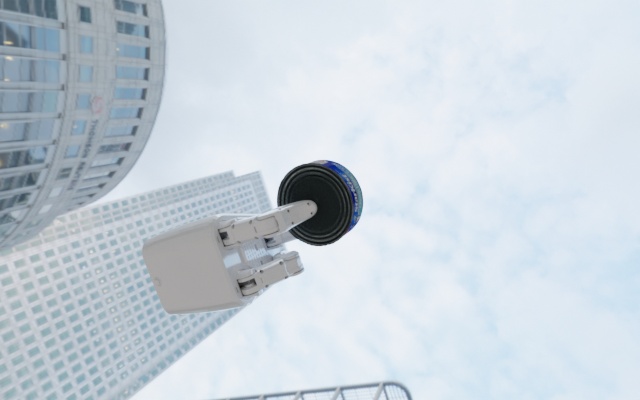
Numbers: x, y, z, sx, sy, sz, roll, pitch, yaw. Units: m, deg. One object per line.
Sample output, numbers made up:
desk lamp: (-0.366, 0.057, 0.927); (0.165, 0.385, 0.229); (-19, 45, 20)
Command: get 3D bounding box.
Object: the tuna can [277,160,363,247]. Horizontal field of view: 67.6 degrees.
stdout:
tuna can: (0.000, 0.001, 0.492); (0.086, 0.086, 0.033); (0, 13, 27)
